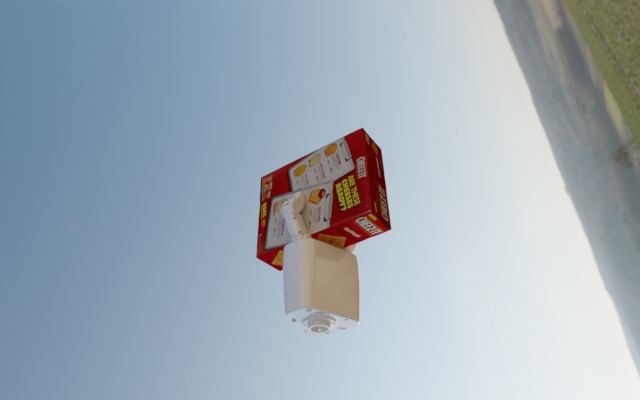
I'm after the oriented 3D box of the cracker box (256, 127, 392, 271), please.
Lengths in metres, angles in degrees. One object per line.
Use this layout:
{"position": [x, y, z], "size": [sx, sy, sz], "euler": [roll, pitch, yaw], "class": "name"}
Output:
{"position": [0.000, 0.002, 0.768], "size": [0.214, 0.164, 0.072], "euler": [-23, -41, 27], "class": "cracker box"}
